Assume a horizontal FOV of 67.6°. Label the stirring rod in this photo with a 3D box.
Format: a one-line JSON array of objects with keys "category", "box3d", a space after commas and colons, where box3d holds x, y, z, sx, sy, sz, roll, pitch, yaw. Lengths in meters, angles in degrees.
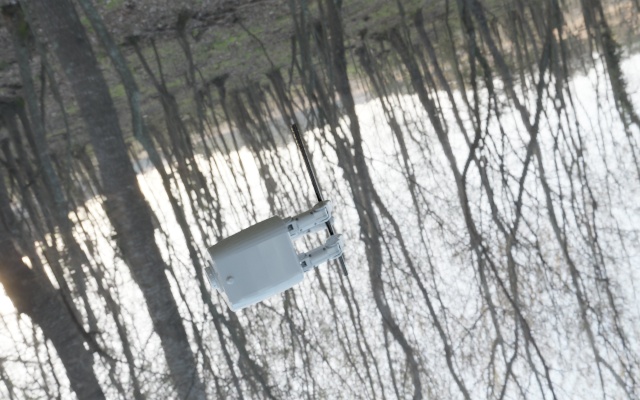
[{"category": "stirring rod", "box3d": [0.000, 0.002, 0.706, 0.011, 0.239, 0.011, -19, 11, 4]}]
